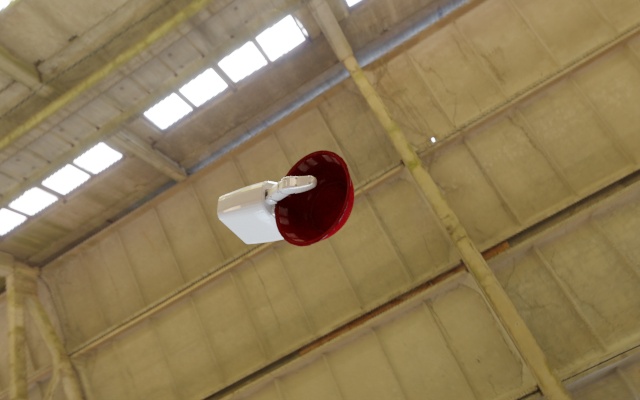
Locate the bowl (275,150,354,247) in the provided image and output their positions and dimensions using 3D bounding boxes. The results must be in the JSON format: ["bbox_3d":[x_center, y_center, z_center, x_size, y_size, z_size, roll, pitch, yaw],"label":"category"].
[{"bbox_3d":[0.001,0.003,0.777,0.162,0.162,0.055,0,-18,44],"label":"bowl"}]
